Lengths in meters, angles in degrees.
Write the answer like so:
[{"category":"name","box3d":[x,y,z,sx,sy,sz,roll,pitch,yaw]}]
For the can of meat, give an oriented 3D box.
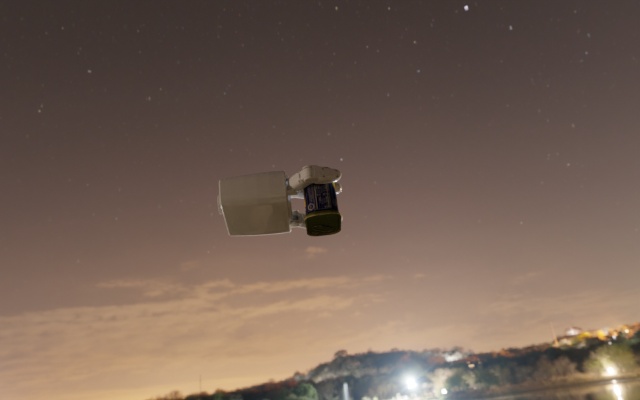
[{"category":"can of meat","box3d":[0.000,0.002,0.779,0.057,0.084,0.102,-7,-22,-1]}]
